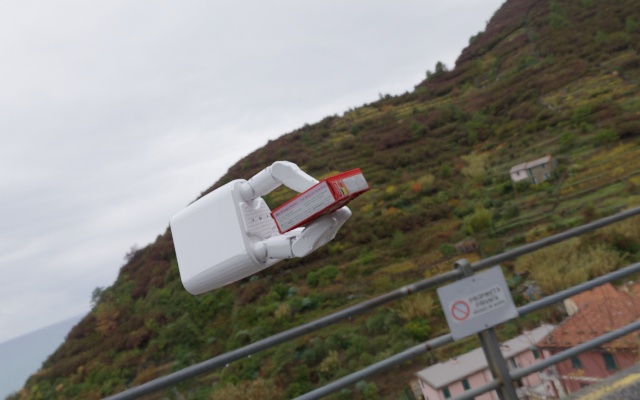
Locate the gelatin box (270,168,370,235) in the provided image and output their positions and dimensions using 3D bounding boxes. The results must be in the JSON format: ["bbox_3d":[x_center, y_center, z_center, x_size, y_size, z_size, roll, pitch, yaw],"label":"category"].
[{"bbox_3d":[0.000,0.001,0.524,0.089,0.030,0.073,-32,-7,34],"label":"gelatin box"}]
